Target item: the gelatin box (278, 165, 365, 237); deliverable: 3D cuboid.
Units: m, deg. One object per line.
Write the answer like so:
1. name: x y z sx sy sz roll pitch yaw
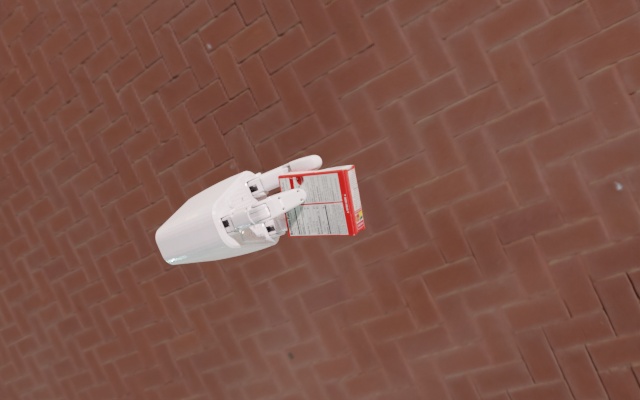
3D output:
1. gelatin box: 0.000 0.002 0.532 0.089 0.073 0.030 -4 13 32
